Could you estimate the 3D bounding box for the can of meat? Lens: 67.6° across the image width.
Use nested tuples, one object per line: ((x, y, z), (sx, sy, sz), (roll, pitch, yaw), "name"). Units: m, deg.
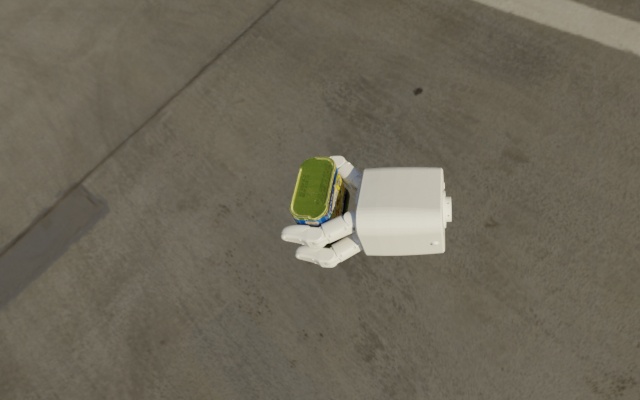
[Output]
((0.000, 0.002, 0.657), (0.057, 0.102, 0.084), (2, -30, 18), "can of meat")
